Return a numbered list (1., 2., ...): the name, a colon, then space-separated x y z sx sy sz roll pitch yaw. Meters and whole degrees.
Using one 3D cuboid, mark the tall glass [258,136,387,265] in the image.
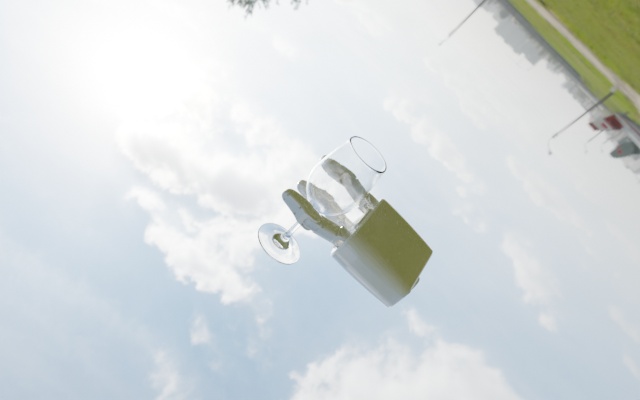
1. tall glass: 0.000 0.002 0.650 0.079 0.079 0.201 0 -38 -50
